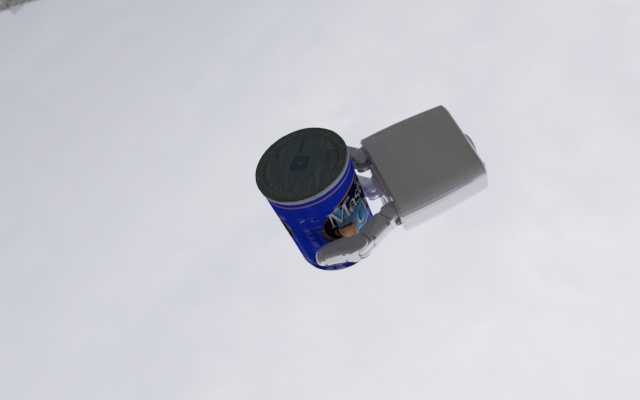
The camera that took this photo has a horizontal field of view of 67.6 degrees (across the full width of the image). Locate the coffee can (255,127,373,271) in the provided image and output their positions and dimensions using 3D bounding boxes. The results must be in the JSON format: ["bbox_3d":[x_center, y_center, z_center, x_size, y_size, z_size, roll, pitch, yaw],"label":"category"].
[{"bbox_3d":[0.000,0.002,0.547,0.103,0.102,0.140,0,-37,23],"label":"coffee can"}]
